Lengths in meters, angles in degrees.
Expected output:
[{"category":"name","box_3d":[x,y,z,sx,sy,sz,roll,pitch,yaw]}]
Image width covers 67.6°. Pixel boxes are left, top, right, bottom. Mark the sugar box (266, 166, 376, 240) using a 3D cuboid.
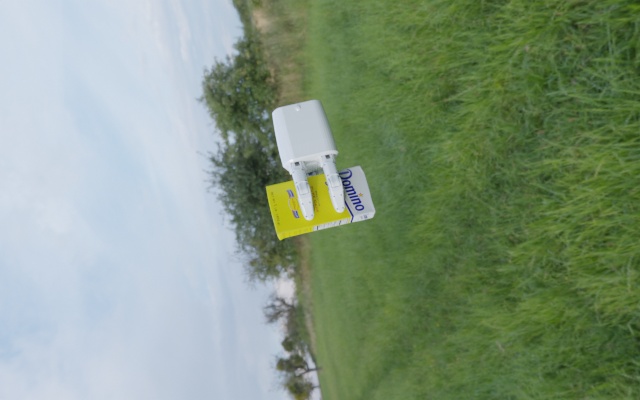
[{"category":"sugar box","box_3d":[0.000,0.002,0.844,0.176,0.093,0.048,-14,-17,-4]}]
